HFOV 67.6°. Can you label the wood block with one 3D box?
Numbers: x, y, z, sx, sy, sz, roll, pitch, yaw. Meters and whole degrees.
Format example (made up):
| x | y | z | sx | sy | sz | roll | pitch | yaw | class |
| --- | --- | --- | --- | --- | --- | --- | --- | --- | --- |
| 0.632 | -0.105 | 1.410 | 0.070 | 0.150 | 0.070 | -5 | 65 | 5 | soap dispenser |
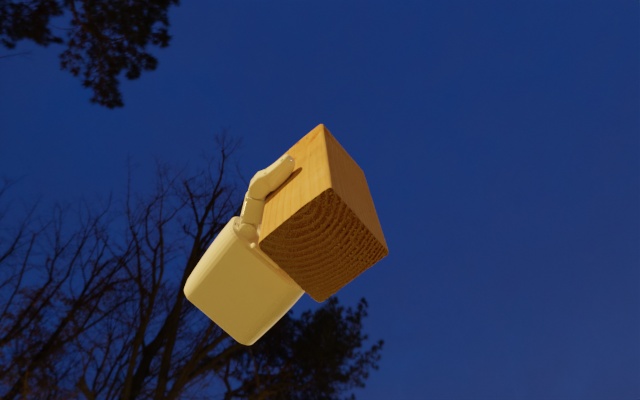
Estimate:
| x | y | z | sx | sy | sz | roll | pitch | yaw | class |
| --- | --- | --- | --- | --- | --- | --- | --- | --- | --- |
| 0.000 | 0.002 | 0.528 | 0.090 | 0.091 | 0.206 | -38 | 20 | 14 | wood block |
